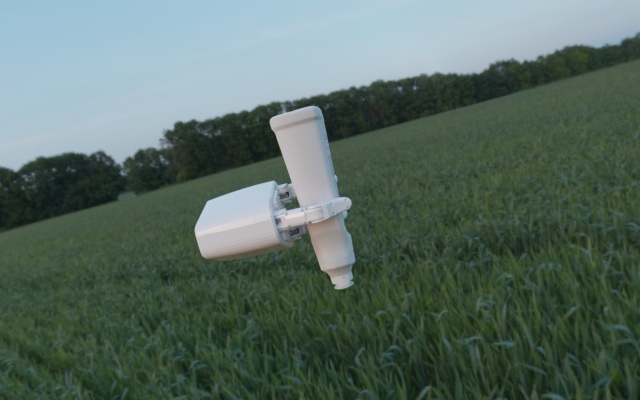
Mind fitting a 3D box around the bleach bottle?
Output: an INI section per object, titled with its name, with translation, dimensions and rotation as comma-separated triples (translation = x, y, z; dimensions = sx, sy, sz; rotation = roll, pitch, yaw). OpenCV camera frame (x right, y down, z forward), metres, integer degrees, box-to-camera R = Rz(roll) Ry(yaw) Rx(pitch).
[bleach bottle]
translation = 0.000, 0.002, 0.658
dimensions = 0.068, 0.251, 0.102
rotation = -15, 6, 7
